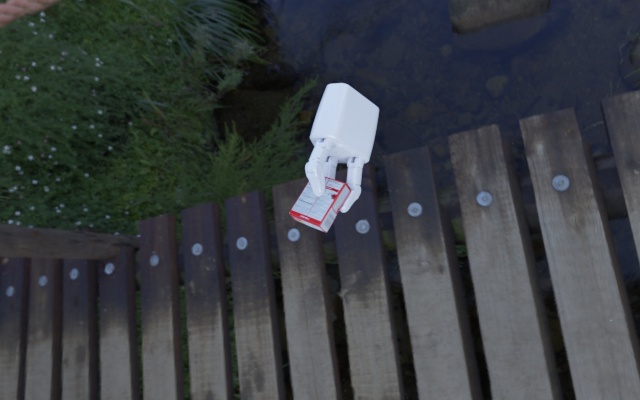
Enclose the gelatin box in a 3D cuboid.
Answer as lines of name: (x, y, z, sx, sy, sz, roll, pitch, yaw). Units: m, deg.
gelatin box: (0.000, 0.003, 0.816, 0.073, 0.089, 0.030, 20, -19, 37)
